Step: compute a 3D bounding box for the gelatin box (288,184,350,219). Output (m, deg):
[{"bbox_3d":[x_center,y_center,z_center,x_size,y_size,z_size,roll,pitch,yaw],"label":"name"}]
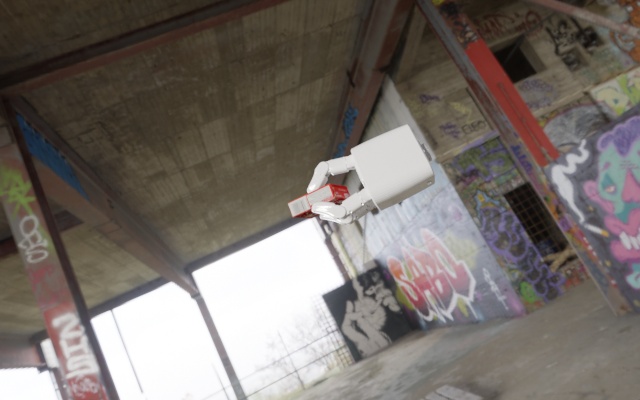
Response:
[{"bbox_3d":[0.000,0.002,0.832,0.089,0.030,0.073,-25,-13,22],"label":"gelatin box"}]
